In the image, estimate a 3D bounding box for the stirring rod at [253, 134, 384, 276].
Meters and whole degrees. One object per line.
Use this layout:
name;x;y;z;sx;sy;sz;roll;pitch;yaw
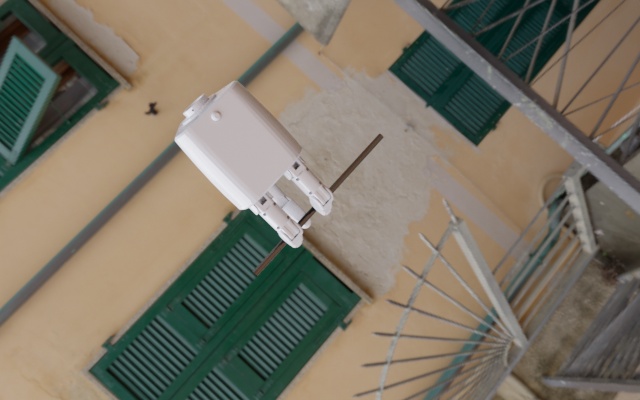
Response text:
stirring rod;0.000;0.002;0.603;0.011;0.239;0.011;40;-12;10
